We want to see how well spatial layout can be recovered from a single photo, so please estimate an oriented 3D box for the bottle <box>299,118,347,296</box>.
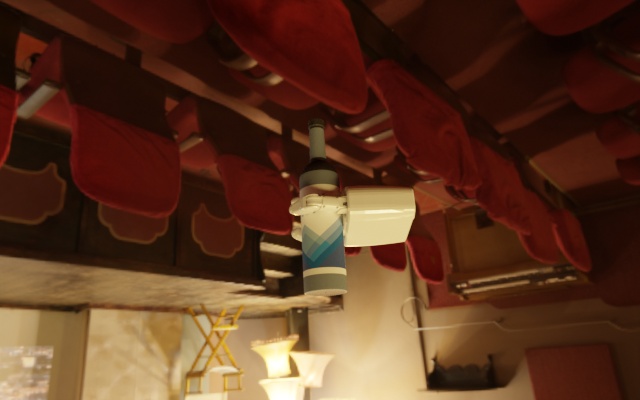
[{"bbox_3d":[0.000,0.003,0.777,0.069,0.295,0.069,-3,-19,-1],"label":"bottle"}]
